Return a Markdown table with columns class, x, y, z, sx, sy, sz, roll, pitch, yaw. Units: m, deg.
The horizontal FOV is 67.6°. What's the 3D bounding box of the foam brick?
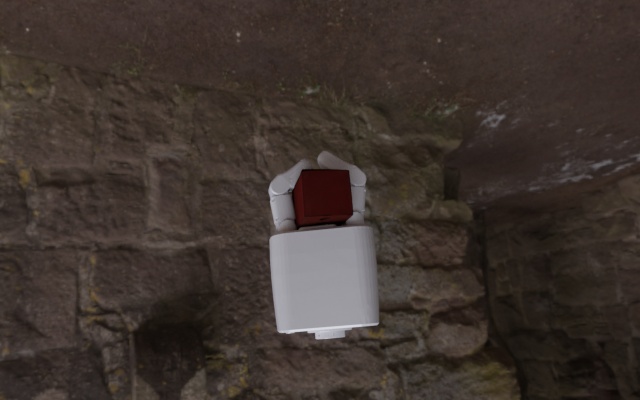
| class | x | y | z | sx | sy | sz | roll | pitch | yaw |
| --- | --- | --- | --- | --- | --- | --- | --- | --- | --- |
| foam brick | 0.000 | 0.002 | 0.524 | 0.053 | 0.051 | 0.078 | -1 | -15 | -11 |
